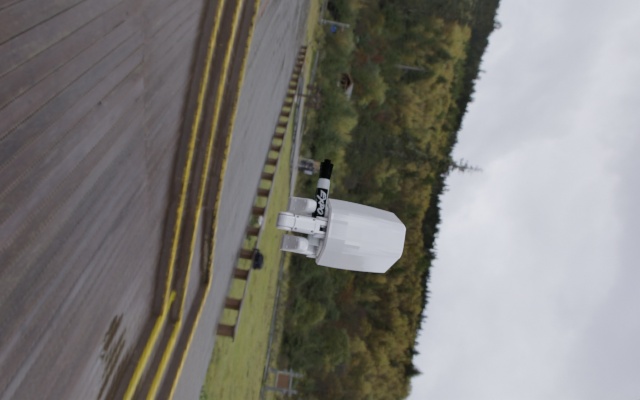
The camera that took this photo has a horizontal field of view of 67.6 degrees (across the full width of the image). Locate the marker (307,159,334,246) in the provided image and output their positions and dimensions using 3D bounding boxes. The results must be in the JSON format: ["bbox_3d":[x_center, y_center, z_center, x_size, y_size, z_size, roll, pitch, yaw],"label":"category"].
[{"bbox_3d":[0.000,0.002,0.660,0.020,0.121,0.020,10,-6,1],"label":"marker"}]
